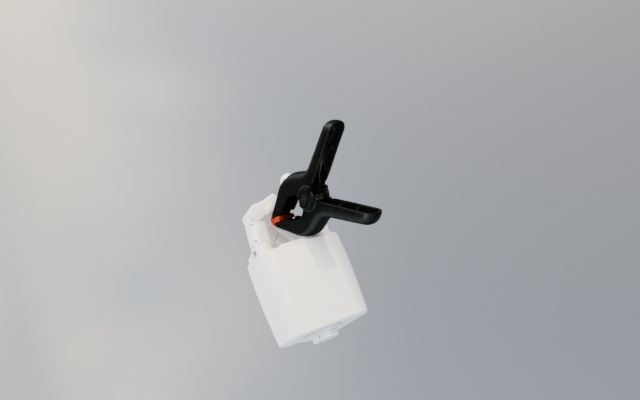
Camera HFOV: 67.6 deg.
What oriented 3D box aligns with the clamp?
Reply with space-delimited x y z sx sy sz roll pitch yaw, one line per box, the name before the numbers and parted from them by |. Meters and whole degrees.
clamp | -0.001 0.002 0.555 0.039 0.120 0.171 -7 -26 -37
